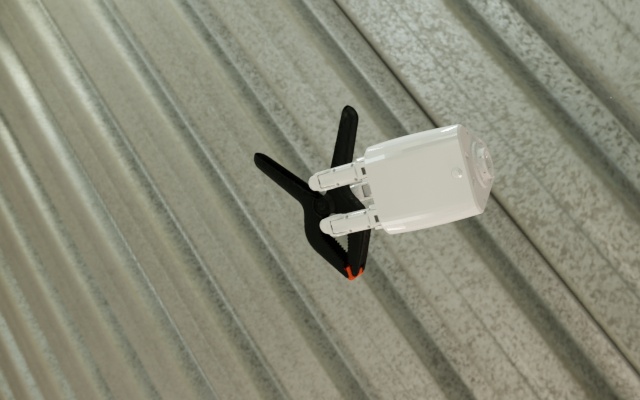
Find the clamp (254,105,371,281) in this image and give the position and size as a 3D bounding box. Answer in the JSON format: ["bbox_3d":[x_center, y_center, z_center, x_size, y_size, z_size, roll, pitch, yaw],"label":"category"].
[{"bbox_3d":[0.001,0.002,0.617,0.164,0.210,0.036,-14,3,33],"label":"clamp"}]
